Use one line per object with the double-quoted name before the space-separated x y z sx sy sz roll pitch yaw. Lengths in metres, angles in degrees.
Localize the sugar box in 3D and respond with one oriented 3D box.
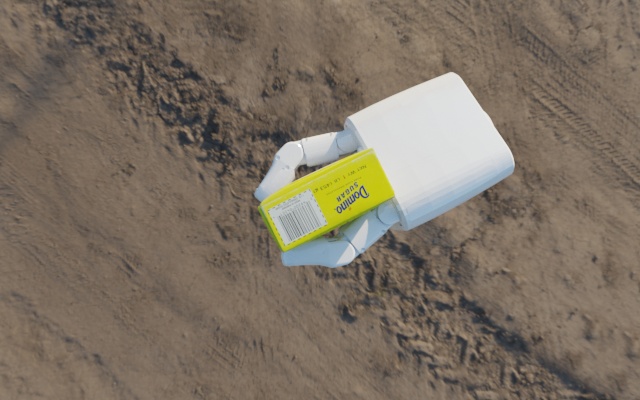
"sugar box" 0.000 0.002 0.421 0.093 0.048 0.176 -26 -2 -3
